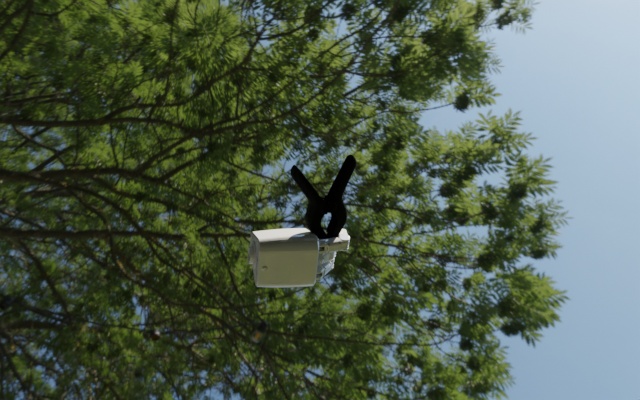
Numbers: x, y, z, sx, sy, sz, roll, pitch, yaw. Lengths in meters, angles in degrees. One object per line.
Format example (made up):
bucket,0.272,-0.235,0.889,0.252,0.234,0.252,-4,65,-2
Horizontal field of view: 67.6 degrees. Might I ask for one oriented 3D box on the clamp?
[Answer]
clamp,0.000,0.003,0.846,0.120,0.171,0.039,-1,19,-18
